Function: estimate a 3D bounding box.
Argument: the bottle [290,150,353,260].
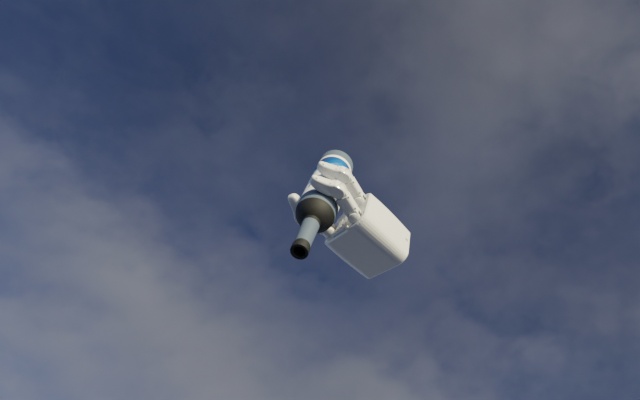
[{"bbox_3d":[0.000,0.002,0.803,0.069,0.069,0.295,0,29,14],"label":"bottle"}]
